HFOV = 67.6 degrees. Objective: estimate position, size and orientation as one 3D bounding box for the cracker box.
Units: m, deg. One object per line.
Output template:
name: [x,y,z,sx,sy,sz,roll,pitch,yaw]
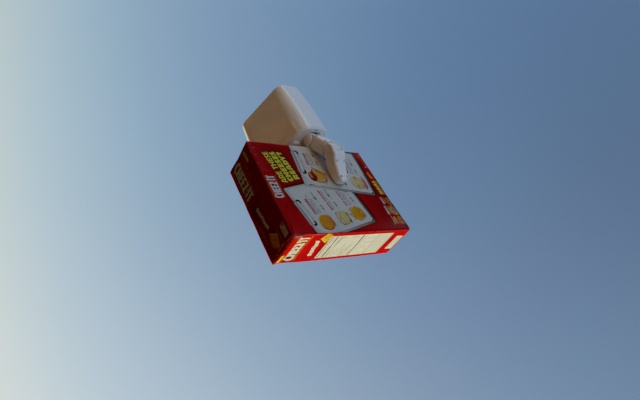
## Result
cracker box: [0.000,0.002,0.681,0.214,0.164,0.072,0,-41,-40]
